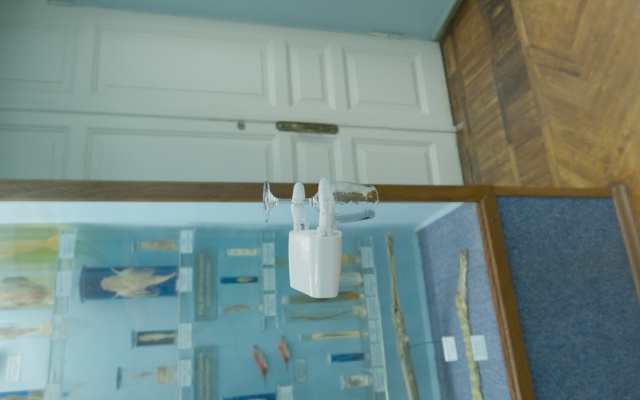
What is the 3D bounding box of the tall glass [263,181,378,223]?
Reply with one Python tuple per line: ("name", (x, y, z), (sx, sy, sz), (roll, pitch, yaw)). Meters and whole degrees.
("tall glass", (-0.001, 0.003, 0.865), (0.201, 0.079, 0.079), (0, 0, -14))
